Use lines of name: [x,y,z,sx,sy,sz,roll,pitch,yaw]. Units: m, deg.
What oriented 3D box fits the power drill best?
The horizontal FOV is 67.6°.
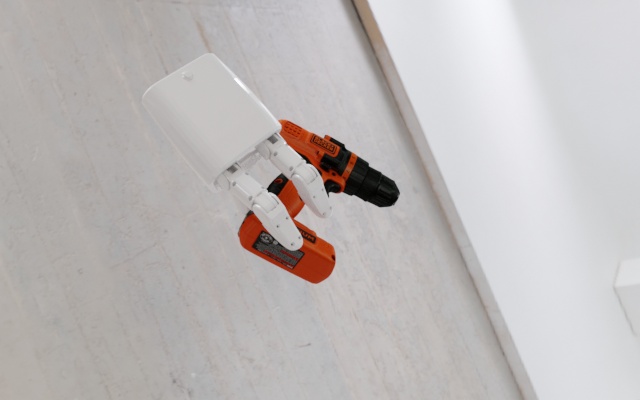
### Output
power drill: [0.000,0.002,0.555,0.184,0.187,0.057,27,-46,-6]
